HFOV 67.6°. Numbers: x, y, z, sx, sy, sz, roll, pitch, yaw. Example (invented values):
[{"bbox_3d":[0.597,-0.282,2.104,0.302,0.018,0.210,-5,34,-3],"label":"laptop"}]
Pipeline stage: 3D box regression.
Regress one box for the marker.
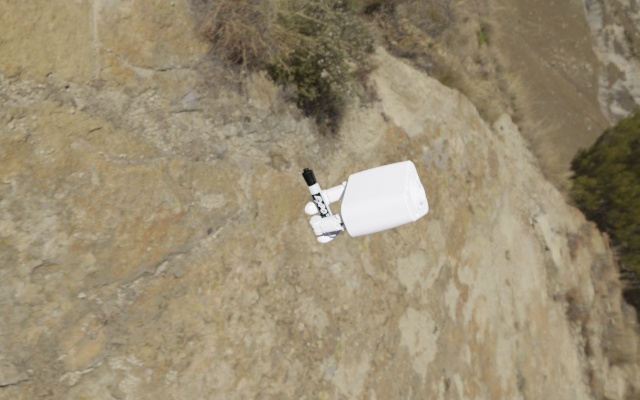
[{"bbox_3d":[0.000,0.003,0.770,0.020,0.121,0.020,-22,17,7],"label":"marker"}]
